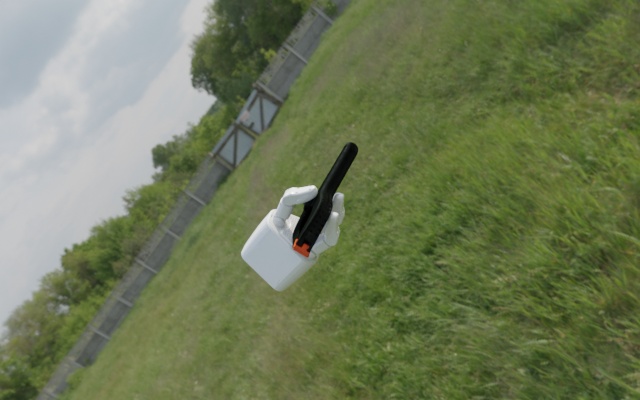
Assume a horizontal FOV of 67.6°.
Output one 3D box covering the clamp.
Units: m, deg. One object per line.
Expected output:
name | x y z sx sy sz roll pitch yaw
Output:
clamp | -0.001 0.003 0.784 0.036 0.165 0.209 31 37 -11
